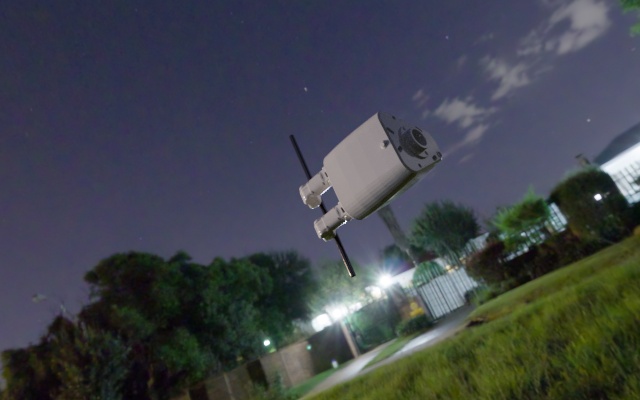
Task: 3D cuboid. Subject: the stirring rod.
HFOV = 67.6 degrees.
[{"bbox_3d":[0.000,0.002,0.704,0.011,0.239,0.011,-21,-21,-8],"label":"stirring rod"}]
